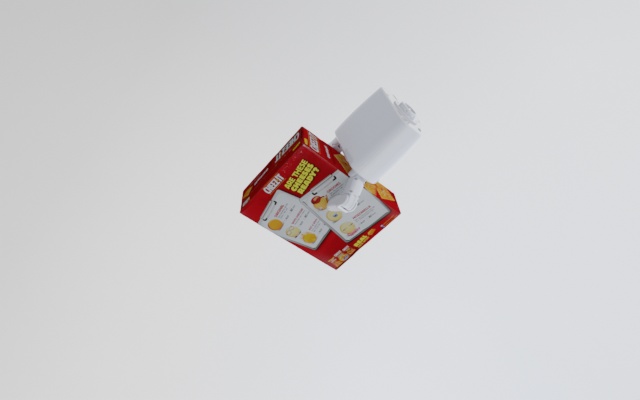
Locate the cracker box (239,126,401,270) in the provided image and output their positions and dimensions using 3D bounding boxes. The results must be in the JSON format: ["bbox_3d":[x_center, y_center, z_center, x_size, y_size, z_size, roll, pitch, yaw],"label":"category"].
[{"bbox_3d":[0.000,0.003,0.800,0.214,0.164,0.072,34,26,-25],"label":"cracker box"}]
